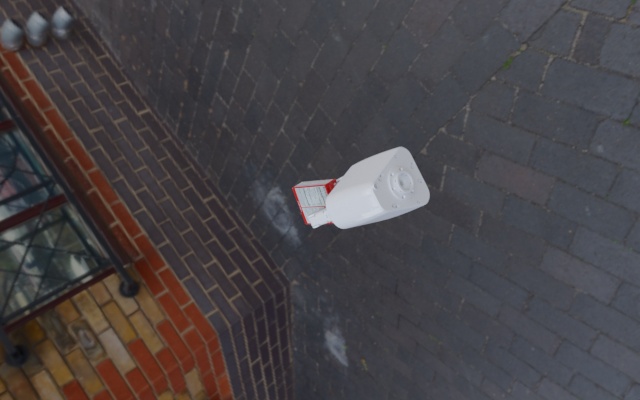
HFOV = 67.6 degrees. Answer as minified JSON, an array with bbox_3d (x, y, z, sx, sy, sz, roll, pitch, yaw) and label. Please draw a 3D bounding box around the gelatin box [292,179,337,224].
[{"bbox_3d":[0.000,0.003,0.824,0.089,0.073,0.030,-4,22,46],"label":"gelatin box"}]
